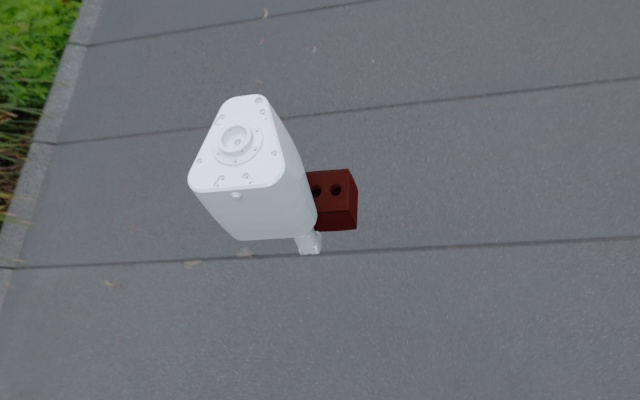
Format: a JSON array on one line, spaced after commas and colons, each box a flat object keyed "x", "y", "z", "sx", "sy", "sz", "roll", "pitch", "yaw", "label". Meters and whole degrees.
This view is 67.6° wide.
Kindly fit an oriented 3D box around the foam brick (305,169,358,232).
[{"x": 0.000, "y": 0.002, "z": 0.535, "sx": 0.078, "sy": 0.053, "sz": 0.051, "roll": -5, "pitch": -29, "yaw": 12, "label": "foam brick"}]
